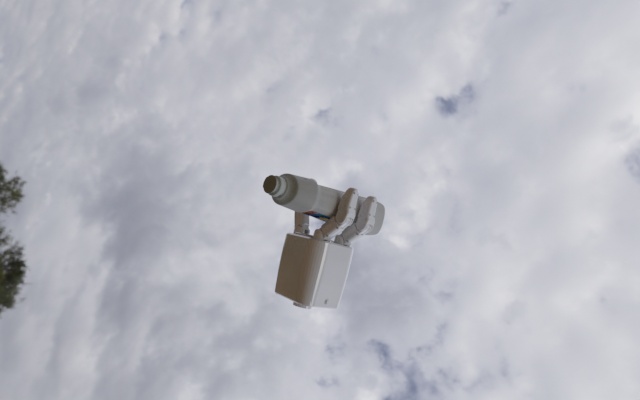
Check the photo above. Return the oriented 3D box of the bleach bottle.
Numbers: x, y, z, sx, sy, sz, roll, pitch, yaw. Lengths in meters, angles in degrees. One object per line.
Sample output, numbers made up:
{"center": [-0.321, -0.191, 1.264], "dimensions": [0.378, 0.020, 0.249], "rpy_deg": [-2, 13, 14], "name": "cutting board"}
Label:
{"center": [0.000, 0.003, 0.785], "dimensions": [0.102, 0.068, 0.251], "rpy_deg": [10, -6, 42], "name": "bleach bottle"}
